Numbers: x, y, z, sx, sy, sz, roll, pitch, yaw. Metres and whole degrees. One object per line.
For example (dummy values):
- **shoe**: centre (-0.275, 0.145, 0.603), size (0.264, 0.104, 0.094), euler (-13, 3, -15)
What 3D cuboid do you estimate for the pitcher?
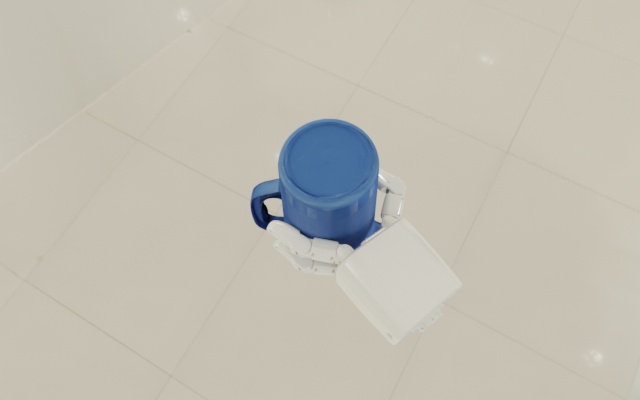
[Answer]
- **pitcher**: centre (0.000, 0.002, 0.607), size (0.149, 0.145, 0.243), euler (-37, -19, -13)
